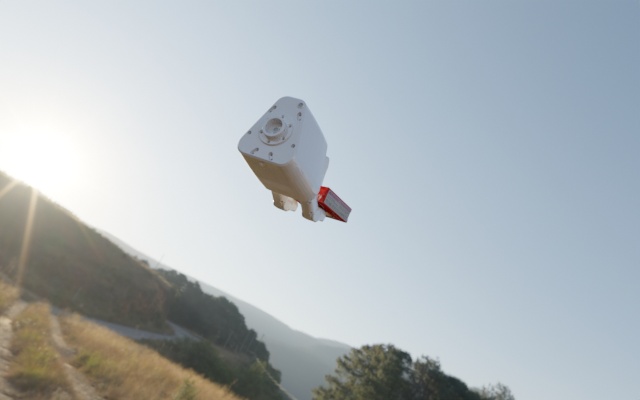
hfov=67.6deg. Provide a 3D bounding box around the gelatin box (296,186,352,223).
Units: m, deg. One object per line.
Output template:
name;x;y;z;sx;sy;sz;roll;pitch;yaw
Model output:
gelatin box;0.000;0.002;0.800;0.073;0.030;0.089;14;-16;36
